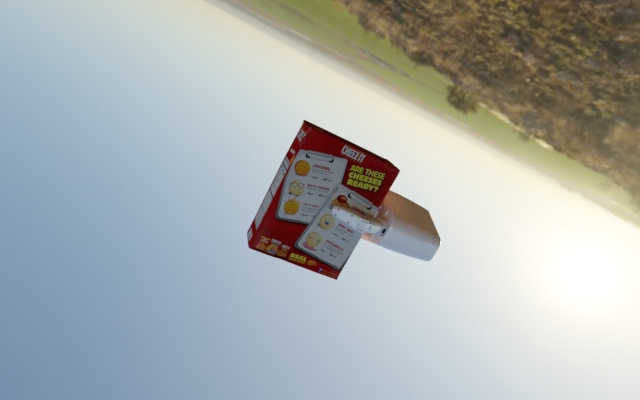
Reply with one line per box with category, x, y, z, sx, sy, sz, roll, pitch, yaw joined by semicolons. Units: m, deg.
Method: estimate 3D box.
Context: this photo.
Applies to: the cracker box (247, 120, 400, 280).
cracker box;0.000;0.003;0.767;0.164;0.214;0.072;23;15;-20
